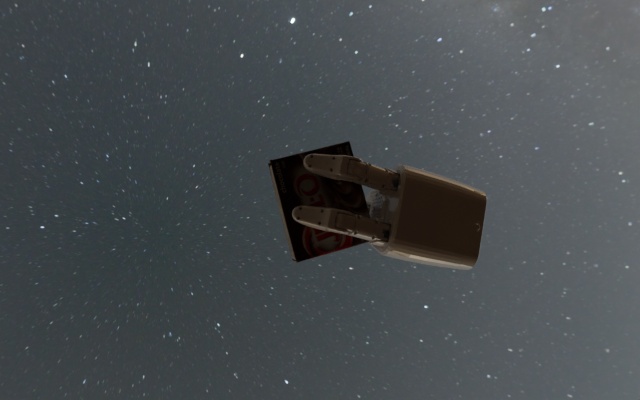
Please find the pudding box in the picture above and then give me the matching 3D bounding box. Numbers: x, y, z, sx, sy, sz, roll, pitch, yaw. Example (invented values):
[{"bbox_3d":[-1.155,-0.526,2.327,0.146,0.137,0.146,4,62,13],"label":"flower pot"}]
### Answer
[{"bbox_3d":[0.000,0.002,0.517,0.090,0.113,0.039,-15,-2,-13],"label":"pudding box"}]
